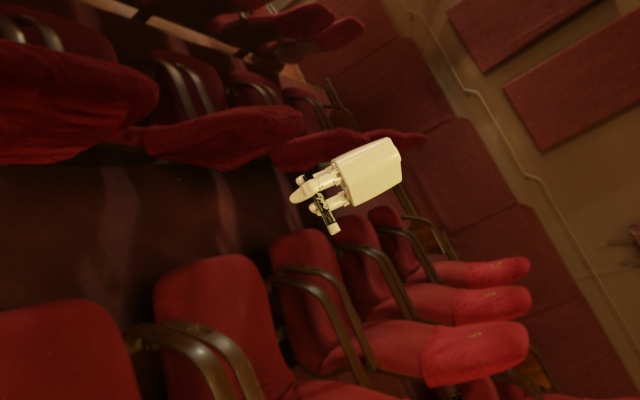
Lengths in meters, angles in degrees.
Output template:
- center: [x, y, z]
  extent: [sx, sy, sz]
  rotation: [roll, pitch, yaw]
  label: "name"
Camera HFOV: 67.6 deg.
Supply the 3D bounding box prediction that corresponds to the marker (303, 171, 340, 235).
- center: [0.000, 0.003, 0.840]
  extent: [0.020, 0.121, 0.020]
  rotation: [-25, -11, -5]
  label: "marker"
